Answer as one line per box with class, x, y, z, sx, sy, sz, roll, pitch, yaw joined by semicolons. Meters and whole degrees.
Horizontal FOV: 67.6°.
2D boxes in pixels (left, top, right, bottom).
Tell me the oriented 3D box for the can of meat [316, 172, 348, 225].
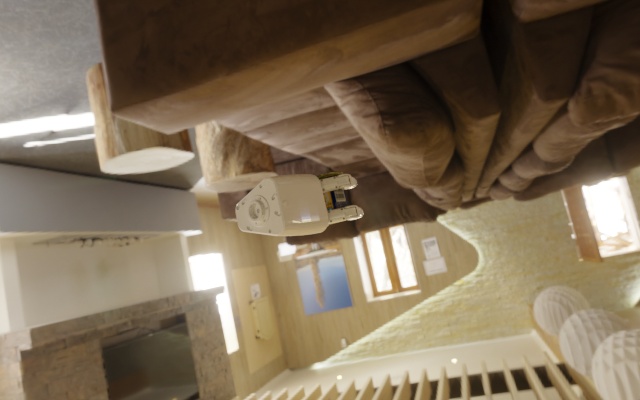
can of meat;0.000;0.003;0.860;0.102;0.084;0.057;-18;-9;35
